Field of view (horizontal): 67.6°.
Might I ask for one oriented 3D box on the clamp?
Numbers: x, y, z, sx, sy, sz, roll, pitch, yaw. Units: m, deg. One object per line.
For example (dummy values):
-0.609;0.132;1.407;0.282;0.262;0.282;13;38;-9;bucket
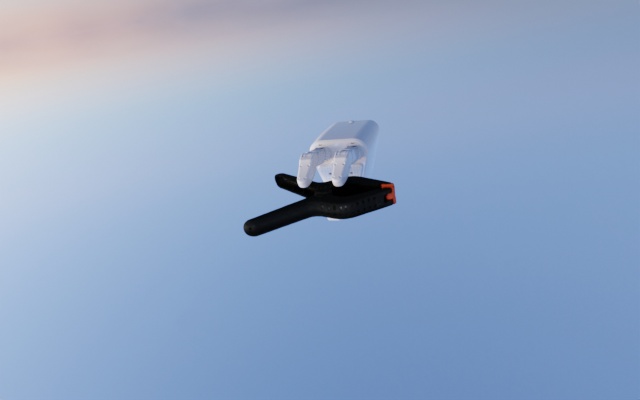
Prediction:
0.001;0.003;0.686;0.210;0.036;0.164;0;30;21;clamp
